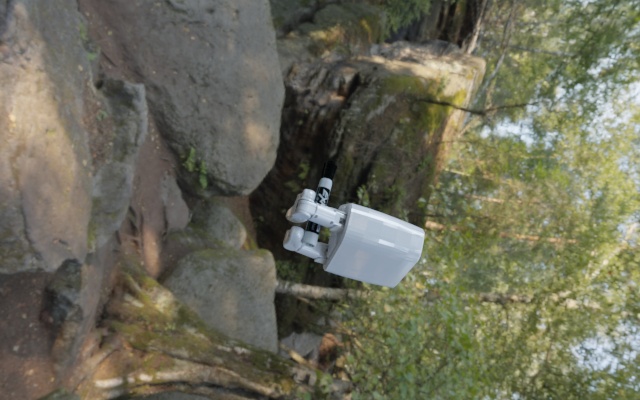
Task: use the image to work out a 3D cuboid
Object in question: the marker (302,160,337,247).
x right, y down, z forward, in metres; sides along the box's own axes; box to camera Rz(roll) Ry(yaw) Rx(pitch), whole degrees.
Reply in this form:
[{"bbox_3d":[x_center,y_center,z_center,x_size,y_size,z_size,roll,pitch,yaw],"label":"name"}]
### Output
[{"bbox_3d":[0.000,0.002,0.631,0.020,0.121,0.020,14,-19,5],"label":"marker"}]
